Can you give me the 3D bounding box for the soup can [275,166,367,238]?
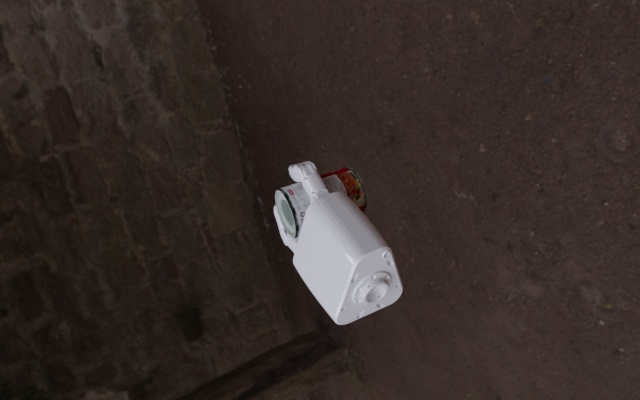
[{"bbox_3d":[0.000,0.002,0.624,0.102,0.068,0.068,-19,7,-20],"label":"soup can"}]
